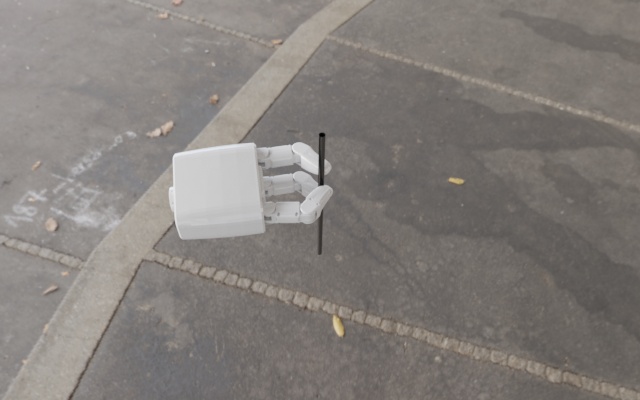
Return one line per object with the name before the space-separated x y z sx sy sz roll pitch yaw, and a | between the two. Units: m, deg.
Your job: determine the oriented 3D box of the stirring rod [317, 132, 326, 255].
stirring rod | 0.000 0.002 0.648 0.011 0.011 0.240 0 -41 -1
